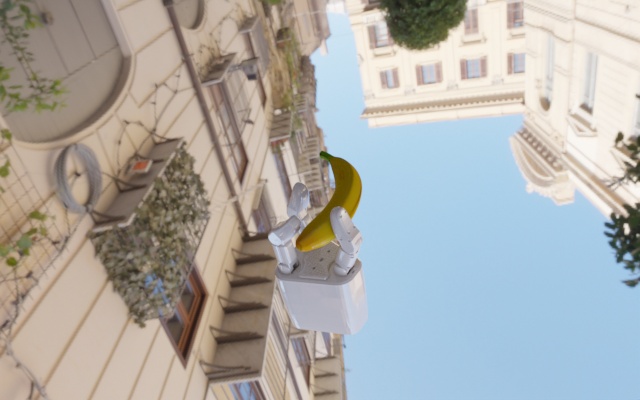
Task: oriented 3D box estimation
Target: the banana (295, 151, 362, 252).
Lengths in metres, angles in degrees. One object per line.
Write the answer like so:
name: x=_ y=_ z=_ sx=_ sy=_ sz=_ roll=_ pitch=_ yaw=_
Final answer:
banana: x=0.019 y=0.000 z=0.635 sx=0.069 sy=0.037 sz=0.197 roll=0 pitch=39 yaw=12
